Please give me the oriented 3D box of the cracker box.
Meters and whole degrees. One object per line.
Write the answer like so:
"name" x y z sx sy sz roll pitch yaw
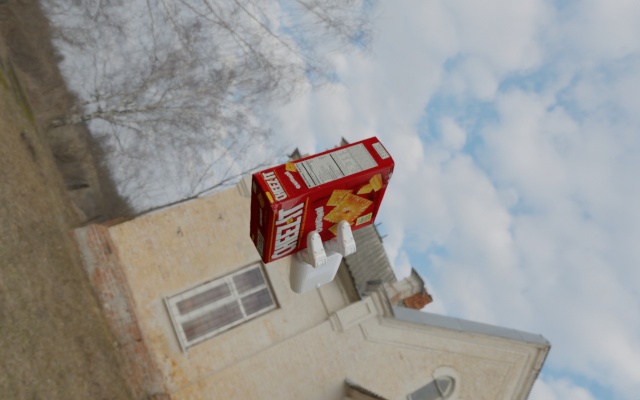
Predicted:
"cracker box" 0.000 0.002 0.756 0.213 0.072 0.164 -20 -32 -23
